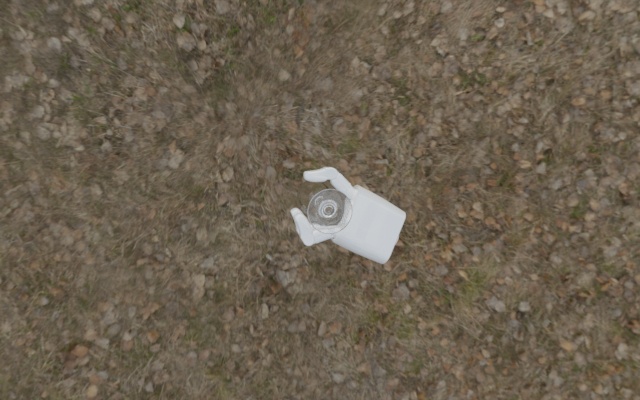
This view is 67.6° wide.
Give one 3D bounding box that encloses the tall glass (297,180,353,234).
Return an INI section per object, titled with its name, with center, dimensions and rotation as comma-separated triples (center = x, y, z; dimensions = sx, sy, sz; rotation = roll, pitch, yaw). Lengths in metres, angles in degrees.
[tall glass]
center = 0.000, 0.003, 0.868
dimensions = 0.079, 0.079, 0.201
rotation = 0, 9, -10
